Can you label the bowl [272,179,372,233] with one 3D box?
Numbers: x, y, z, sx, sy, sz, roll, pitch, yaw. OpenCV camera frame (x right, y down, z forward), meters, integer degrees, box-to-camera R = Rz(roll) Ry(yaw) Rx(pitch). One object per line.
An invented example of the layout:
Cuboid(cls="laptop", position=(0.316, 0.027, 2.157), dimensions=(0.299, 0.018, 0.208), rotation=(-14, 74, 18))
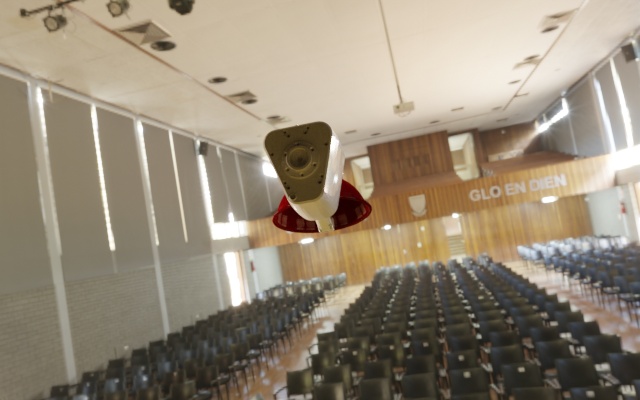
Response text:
Cuboid(cls="bowl", position=(0.000, 0.003, 0.780), dimensions=(0.162, 0.055, 0.162), rotation=(-6, -22, -3))
